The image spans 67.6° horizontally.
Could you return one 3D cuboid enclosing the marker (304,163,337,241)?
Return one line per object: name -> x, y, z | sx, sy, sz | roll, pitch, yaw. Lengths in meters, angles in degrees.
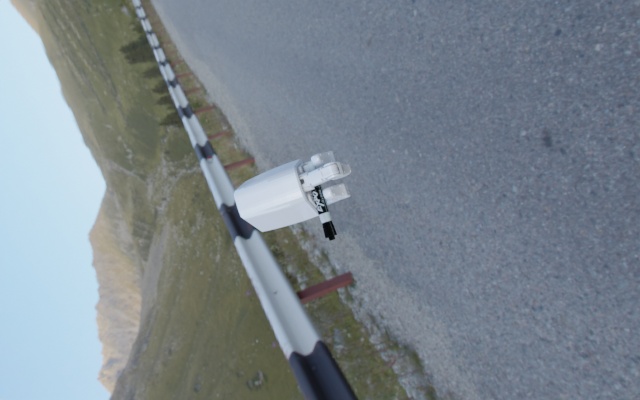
marker -> 0.000, 0.002, 0.728 | 0.020, 0.121, 0.020 | -17, -7, -2
